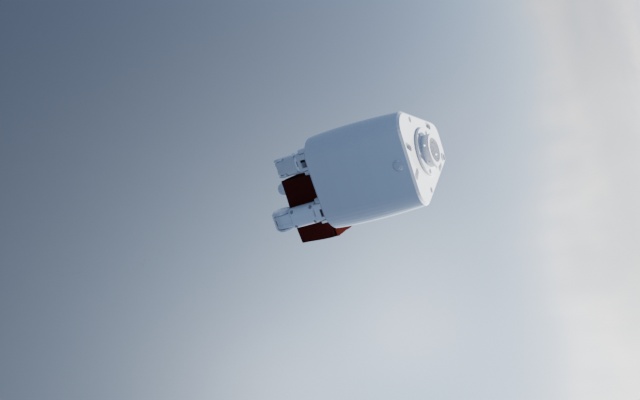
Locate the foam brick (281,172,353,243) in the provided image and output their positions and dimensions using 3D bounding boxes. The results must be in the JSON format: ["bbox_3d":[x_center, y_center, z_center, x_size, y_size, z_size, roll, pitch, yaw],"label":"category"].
[{"bbox_3d":[0.000,0.002,0.545,0.051,0.078,0.053,-13,10,34],"label":"foam brick"}]
